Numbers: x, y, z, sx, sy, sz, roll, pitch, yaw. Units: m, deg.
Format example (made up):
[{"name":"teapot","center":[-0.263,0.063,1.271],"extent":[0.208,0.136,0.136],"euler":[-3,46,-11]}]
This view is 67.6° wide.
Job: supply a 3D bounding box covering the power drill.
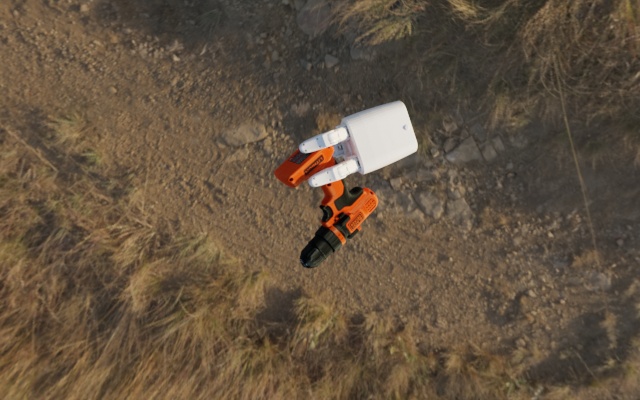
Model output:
[{"name":"power drill","center":[0.000,0.002,0.816],"extent":[0.184,0.188,0.057],"euler":[-46,36,-18]}]
